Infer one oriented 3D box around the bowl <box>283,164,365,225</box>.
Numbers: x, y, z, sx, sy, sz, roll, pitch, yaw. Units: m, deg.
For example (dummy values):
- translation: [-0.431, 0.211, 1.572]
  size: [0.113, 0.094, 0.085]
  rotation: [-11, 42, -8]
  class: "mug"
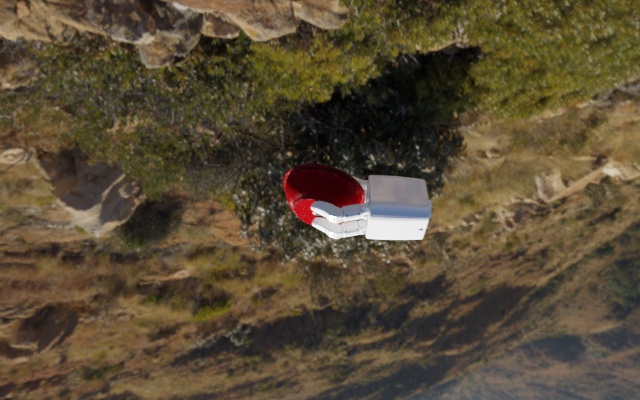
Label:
- translation: [-0.001, 0.003, 0.897]
  size: [0.162, 0.055, 0.162]
  rotation: [11, -34, 7]
  class: "bowl"
